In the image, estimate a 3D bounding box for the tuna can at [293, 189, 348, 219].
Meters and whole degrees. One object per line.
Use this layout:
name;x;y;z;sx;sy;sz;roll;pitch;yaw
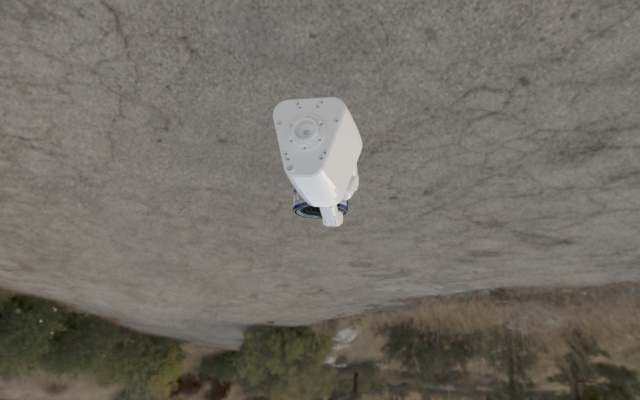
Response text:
tuna can;0.000;0.003;0.735;0.086;0.033;0.086;1;-16;0
